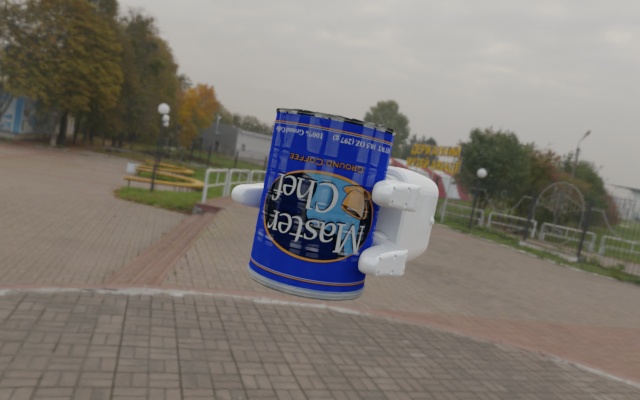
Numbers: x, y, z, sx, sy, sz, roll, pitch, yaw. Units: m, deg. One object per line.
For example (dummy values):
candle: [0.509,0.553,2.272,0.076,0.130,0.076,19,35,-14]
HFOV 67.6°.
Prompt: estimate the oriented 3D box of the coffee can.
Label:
coffee can: [0.000,0.001,0.407,0.103,0.140,0.103,11,5,-1]
